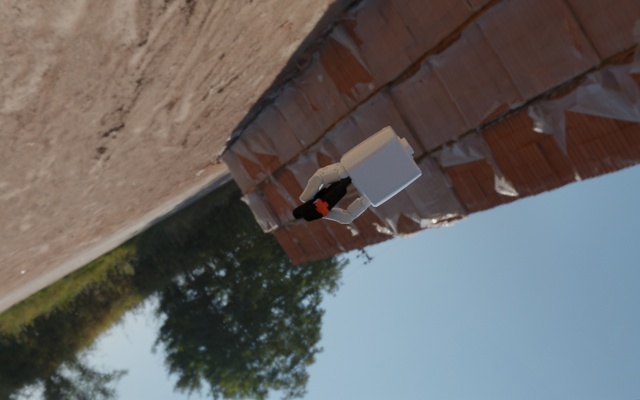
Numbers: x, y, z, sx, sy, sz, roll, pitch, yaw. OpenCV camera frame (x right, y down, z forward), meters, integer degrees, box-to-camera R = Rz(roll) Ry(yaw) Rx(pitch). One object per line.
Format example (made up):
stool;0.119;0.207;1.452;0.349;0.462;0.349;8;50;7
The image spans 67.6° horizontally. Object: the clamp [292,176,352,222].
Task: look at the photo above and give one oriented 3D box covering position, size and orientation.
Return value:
clamp;0.001;0.004;0.890;0.164;0.036;0.210;-37;6;14
